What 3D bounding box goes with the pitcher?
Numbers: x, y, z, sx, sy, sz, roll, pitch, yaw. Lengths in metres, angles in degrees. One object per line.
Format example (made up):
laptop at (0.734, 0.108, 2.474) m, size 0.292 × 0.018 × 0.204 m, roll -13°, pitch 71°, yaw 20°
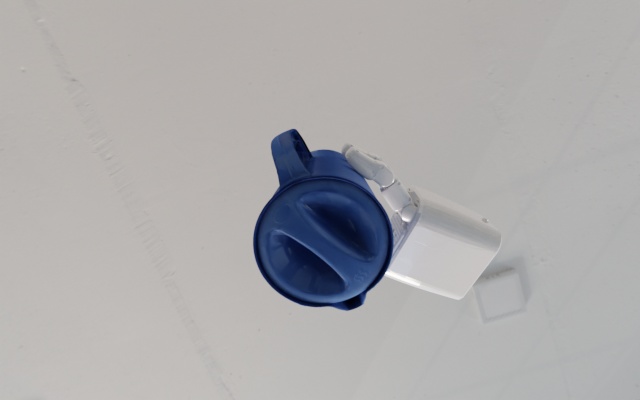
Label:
pitcher at (0.000, 0.002, 0.556) m, size 0.145 × 0.149 × 0.242 m, roll 19°, pitch 15°, yaw -5°
